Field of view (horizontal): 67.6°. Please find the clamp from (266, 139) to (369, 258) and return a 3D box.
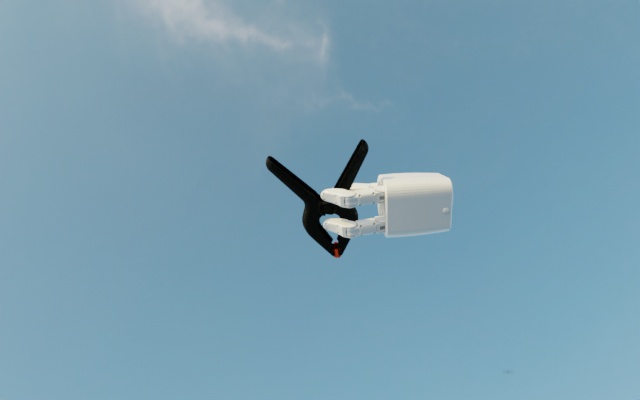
[{"bbox_3d":[0.000,0.003,0.797,0.164,0.210,0.036,-3,27,4],"label":"clamp"}]
